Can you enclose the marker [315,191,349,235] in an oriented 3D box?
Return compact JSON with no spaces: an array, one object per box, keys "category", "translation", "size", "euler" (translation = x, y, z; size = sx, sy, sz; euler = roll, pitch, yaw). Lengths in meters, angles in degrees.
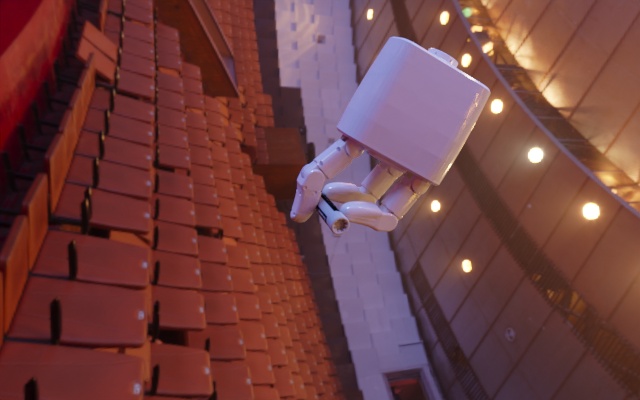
[{"category":"marker","translation":[0.000,0.002,0.500],"size":[0.020,0.020,0.121],"euler":[0,22,-19]}]
